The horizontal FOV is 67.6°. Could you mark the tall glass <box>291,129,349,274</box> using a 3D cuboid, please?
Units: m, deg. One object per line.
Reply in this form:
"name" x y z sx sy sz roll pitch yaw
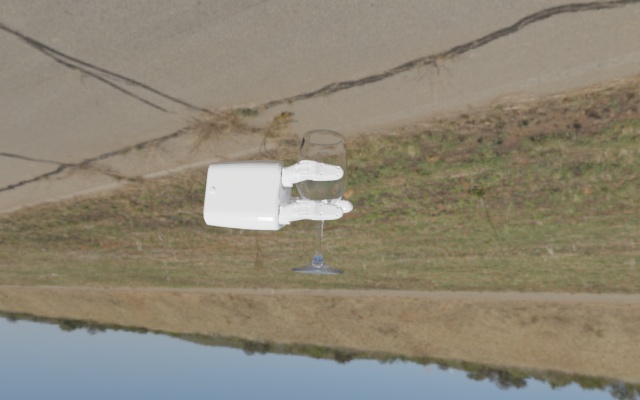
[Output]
"tall glass" 0.000 0.003 0.687 0.079 0.201 0.079 3 -13 1
